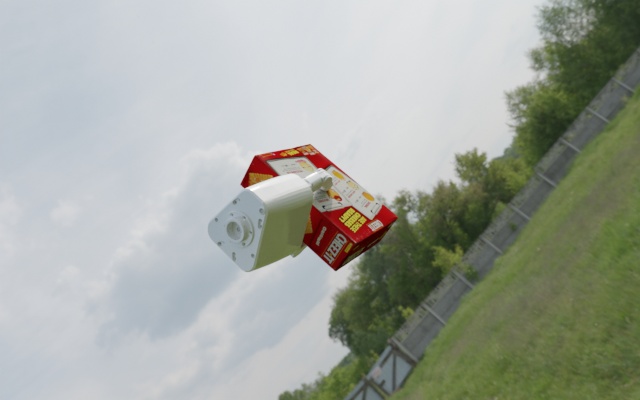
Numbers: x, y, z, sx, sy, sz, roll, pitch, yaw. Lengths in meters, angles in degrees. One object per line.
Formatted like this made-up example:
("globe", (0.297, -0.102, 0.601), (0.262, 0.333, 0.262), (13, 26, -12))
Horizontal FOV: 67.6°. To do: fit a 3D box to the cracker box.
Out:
("cracker box", (0.000, 0.002, 0.789), (0.213, 0.072, 0.164), (42, 30, 17))
